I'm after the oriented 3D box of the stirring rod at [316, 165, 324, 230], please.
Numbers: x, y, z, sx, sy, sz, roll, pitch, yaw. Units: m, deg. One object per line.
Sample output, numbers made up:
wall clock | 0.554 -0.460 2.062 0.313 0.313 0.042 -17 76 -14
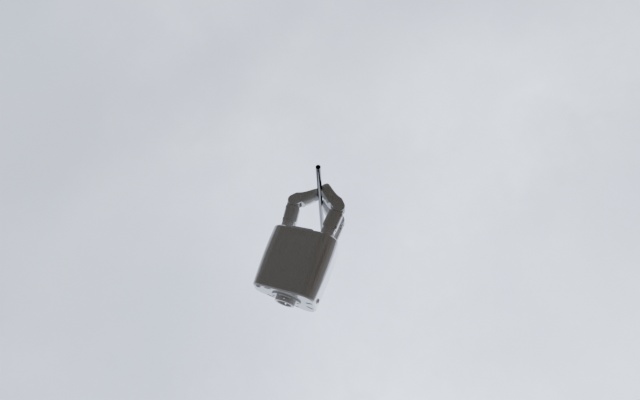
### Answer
stirring rod | 0.000 0.003 0.833 0.011 0.011 0.240 0 -26 2
